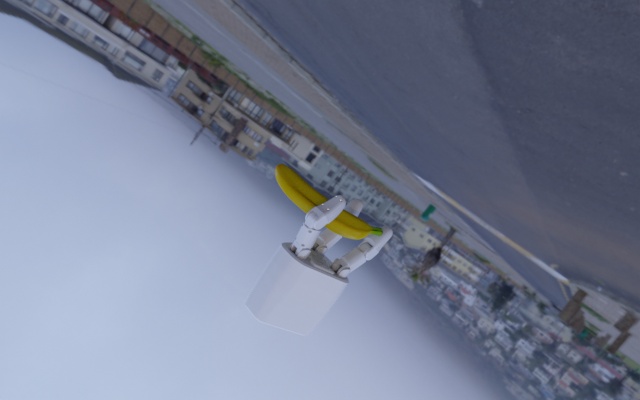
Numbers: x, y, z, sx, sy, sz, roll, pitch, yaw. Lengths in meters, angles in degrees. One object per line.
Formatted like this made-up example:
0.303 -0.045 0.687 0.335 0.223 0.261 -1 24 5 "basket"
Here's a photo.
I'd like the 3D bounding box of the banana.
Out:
-0.004 0.004 0.701 0.197 0.037 0.069 35 12 18 "banana"
